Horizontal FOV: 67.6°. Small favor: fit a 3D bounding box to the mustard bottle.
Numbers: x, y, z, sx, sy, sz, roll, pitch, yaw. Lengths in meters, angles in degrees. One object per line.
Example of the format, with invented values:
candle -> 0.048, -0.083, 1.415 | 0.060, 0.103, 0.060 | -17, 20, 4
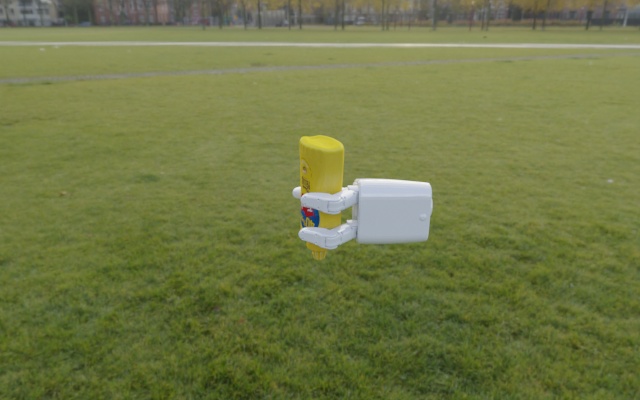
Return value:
mustard bottle -> 0.000, 0.002, 0.732 | 0.058, 0.192, 0.096 | -8, 22, -22
